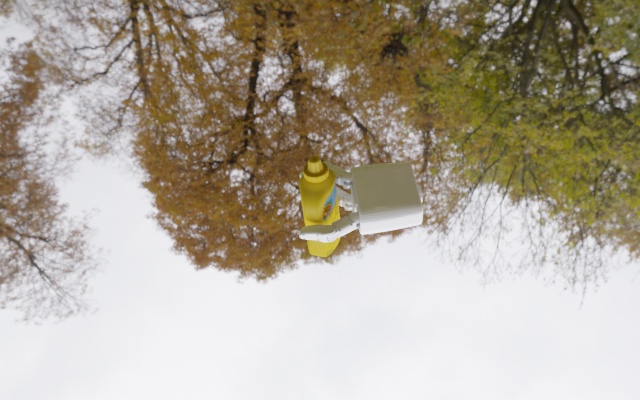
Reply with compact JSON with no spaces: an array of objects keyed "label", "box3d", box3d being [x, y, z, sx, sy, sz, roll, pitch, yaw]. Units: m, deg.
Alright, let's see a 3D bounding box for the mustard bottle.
[{"label":"mustard bottle","box3d":[0.000,0.003,0.815,0.058,0.192,0.096,10,47,16]}]
